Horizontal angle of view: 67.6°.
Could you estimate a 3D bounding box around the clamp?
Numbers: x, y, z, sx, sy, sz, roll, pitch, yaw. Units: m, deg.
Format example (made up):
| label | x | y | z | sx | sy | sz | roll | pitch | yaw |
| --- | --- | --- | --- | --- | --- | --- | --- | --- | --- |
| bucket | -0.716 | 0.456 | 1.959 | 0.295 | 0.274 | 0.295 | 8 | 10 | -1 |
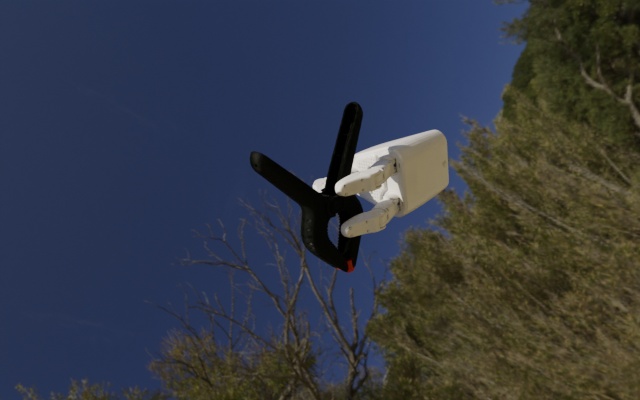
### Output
| label | x | y | z | sx | sy | sz | roll | pitch | yaw |
| --- | --- | --- | --- | --- | --- | --- | --- | --- | --- |
| clamp | 0.000 | 0.002 | 0.578 | 0.164 | 0.210 | 0.036 | -24 | 26 | -34 |
